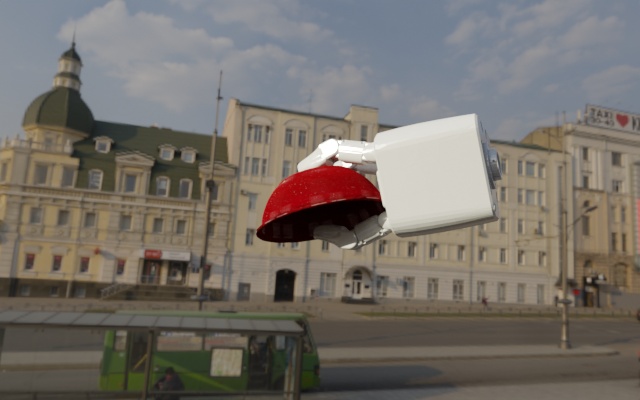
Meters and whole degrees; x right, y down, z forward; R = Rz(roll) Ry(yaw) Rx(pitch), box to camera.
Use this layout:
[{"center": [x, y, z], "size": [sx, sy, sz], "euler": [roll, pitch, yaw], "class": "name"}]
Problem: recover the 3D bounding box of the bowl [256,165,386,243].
[{"center": [-0.001, 0.002, 0.561], "size": [0.162, 0.055, 0.162], "euler": [-12, -17, -4], "class": "bowl"}]
